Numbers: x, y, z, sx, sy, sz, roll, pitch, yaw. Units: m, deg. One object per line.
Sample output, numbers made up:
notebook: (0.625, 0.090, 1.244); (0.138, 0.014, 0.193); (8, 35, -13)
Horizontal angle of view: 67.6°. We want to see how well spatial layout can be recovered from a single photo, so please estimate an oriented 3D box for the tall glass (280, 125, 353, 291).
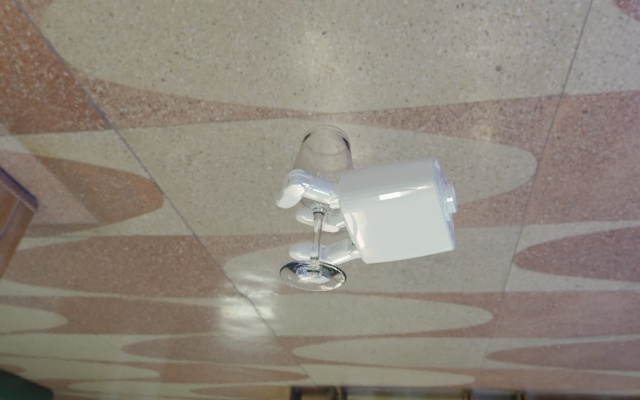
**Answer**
tall glass: (0.000, 0.002, 0.579); (0.079, 0.201, 0.079); (4, -34, 2)
